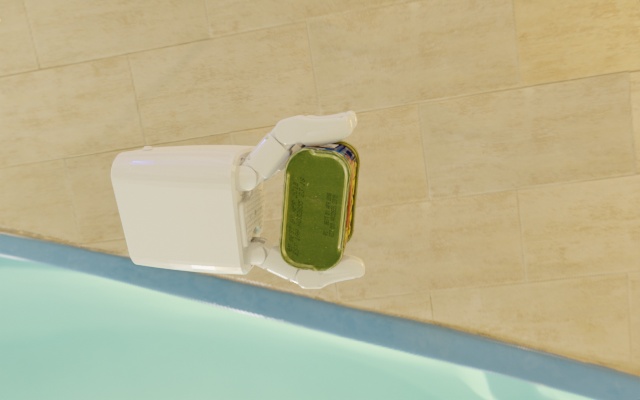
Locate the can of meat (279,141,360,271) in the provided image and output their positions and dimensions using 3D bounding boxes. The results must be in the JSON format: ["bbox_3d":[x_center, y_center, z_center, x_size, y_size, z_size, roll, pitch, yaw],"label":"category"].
[{"bbox_3d":[0.000,0.001,0.406,0.057,0.102,0.084,6,11,7],"label":"can of meat"}]
